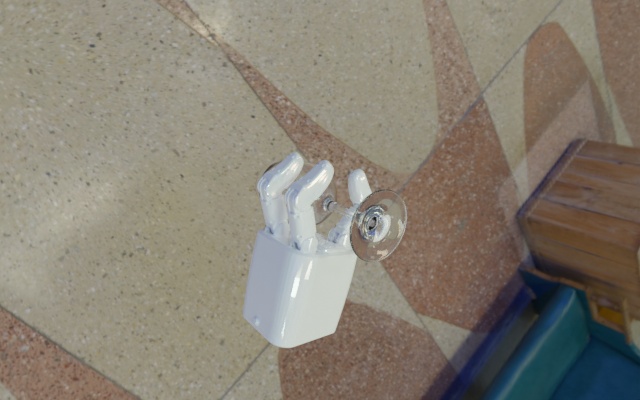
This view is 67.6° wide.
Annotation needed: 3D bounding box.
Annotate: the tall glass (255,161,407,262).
[{"bbox_3d":[0.001,0.002,0.543,0.079,0.079,0.201,0,14,-37],"label":"tall glass"}]
